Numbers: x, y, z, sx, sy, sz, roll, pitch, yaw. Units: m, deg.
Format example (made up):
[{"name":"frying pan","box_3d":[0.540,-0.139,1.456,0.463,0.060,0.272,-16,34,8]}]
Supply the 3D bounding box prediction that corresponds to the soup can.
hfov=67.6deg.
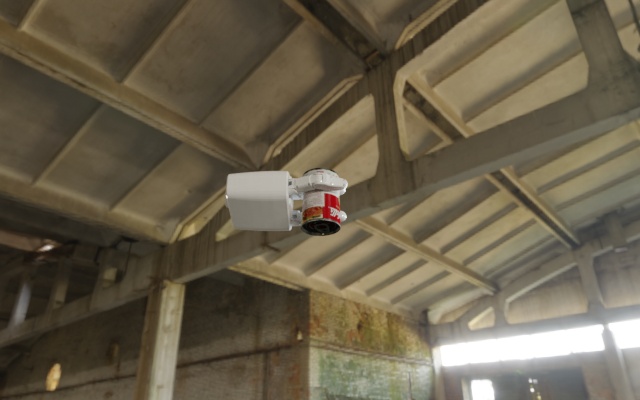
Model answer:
[{"name":"soup can","box_3d":[0.001,0.002,0.836,0.068,0.102,0.068,0,-27,0]}]
